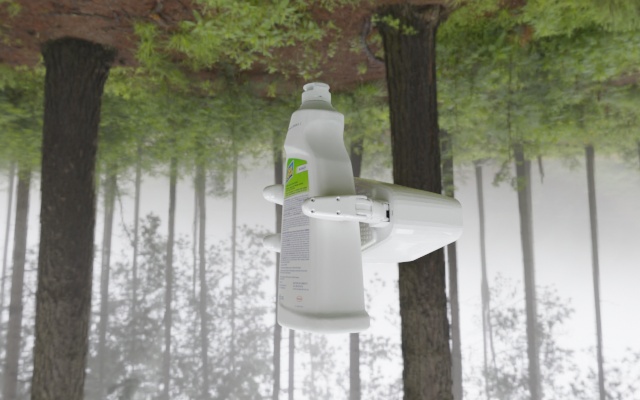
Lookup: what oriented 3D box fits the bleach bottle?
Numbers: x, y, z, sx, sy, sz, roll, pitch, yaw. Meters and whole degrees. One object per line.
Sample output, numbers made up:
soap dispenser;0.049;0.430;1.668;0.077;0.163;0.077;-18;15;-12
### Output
bleach bottle;0.000;0.002;0.487;0.068;0.251;0.102;5;-9;-33
